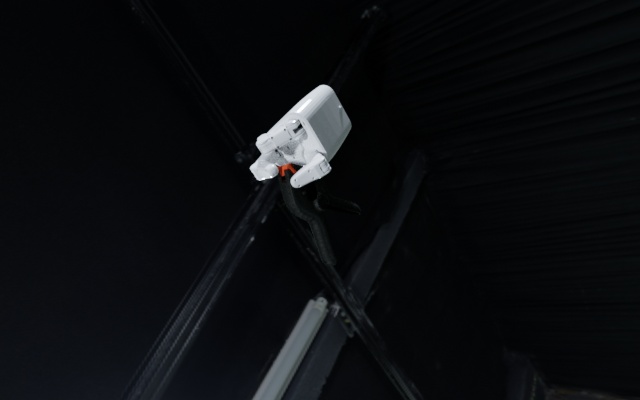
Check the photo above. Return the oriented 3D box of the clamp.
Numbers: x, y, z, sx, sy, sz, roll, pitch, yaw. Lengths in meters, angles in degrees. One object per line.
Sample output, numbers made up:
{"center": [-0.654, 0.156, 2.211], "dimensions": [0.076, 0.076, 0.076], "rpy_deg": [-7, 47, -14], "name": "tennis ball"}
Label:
{"center": [0.000, 0.002, 0.737], "dimensions": [0.039, 0.171, 0.120], "rpy_deg": [-13, 29, 38], "name": "clamp"}
